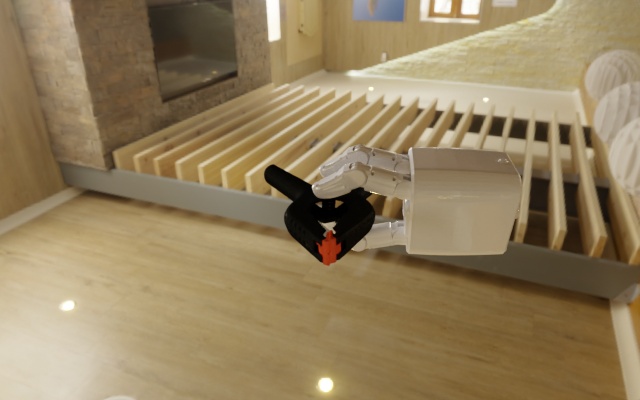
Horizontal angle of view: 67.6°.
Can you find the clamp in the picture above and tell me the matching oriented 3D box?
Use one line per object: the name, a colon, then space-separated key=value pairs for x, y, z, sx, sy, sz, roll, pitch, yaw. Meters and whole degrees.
clamp: x=0.000 y=0.003 z=0.530 sx=0.164 sy=0.036 sz=0.210 roll=0 pitch=26 yaw=8
